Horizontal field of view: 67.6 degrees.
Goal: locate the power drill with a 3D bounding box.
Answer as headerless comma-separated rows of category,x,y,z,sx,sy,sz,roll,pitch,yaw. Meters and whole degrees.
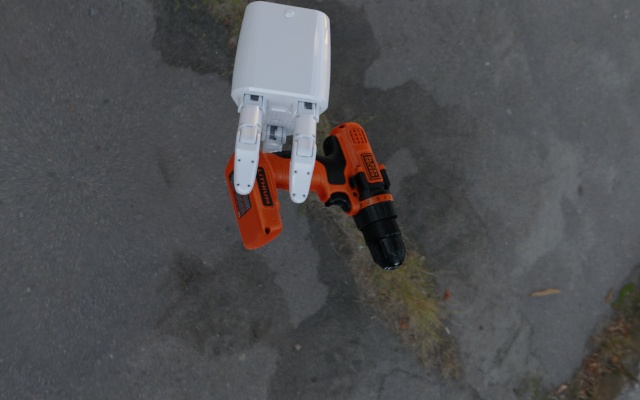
power drill,0.000,0.002,0.529,0.187,0.184,0.057,-7,-20,-35
